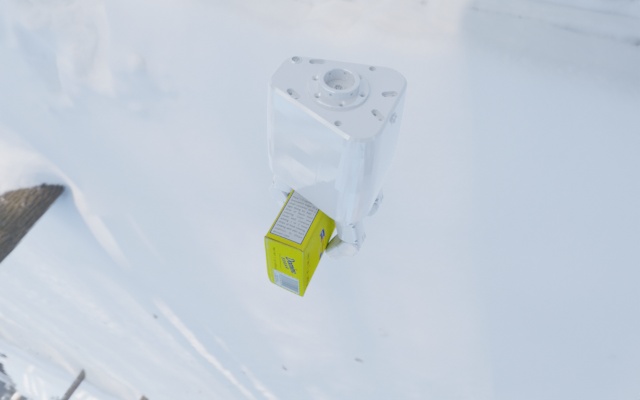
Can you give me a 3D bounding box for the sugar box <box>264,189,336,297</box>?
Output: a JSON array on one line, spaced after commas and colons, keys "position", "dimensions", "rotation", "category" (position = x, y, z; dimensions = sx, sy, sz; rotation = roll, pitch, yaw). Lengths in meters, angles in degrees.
[{"position": [0.001, 0.002, 0.499], "dimensions": [0.048, 0.176, 0.093], "rotation": [22, -34, 13], "category": "sugar box"}]
